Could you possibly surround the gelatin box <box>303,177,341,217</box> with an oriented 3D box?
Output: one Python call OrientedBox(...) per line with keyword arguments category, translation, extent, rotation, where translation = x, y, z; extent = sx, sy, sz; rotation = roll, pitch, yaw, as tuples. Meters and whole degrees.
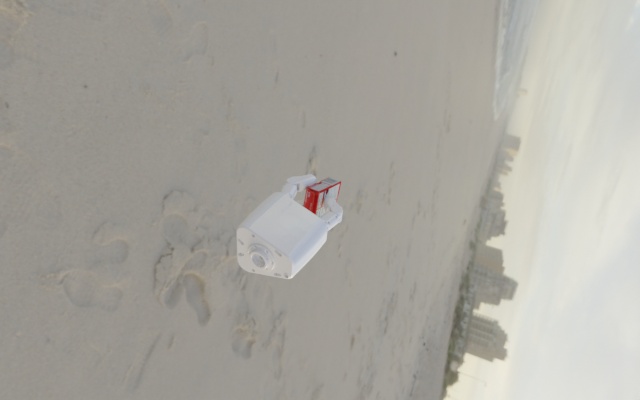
OrientedBox(category="gelatin box", translation=(0.001, 0.003, 0.879), extent=(0.030, 0.073, 0.089), rotation=(22, 25, 24))
